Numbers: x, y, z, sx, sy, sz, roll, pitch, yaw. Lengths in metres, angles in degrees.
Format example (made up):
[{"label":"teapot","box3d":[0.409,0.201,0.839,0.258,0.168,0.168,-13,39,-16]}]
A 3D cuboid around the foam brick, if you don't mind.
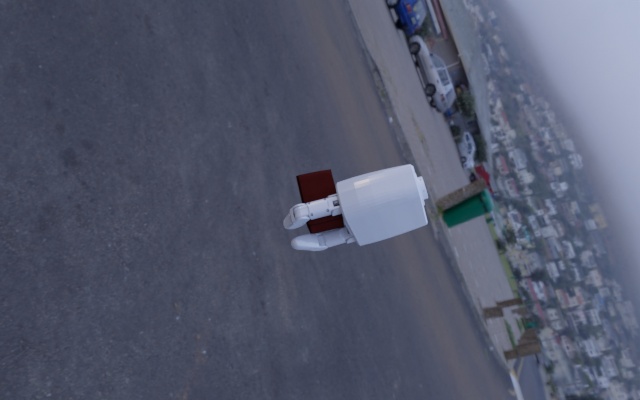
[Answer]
[{"label":"foam brick","box3d":[0.000,0.002,0.690,0.051,0.078,0.053,-14,-17,1]}]
